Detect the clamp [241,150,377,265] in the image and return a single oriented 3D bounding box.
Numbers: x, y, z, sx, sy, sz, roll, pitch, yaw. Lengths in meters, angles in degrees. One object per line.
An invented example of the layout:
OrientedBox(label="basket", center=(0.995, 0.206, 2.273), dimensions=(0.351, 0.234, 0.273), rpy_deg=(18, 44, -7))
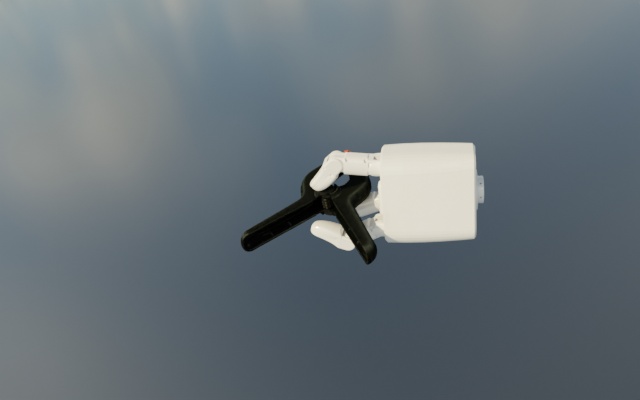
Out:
OrientedBox(label="clamp", center=(0.000, 0.001, 0.610), dimensions=(0.164, 0.036, 0.209), rpy_deg=(0, 37, 14))
